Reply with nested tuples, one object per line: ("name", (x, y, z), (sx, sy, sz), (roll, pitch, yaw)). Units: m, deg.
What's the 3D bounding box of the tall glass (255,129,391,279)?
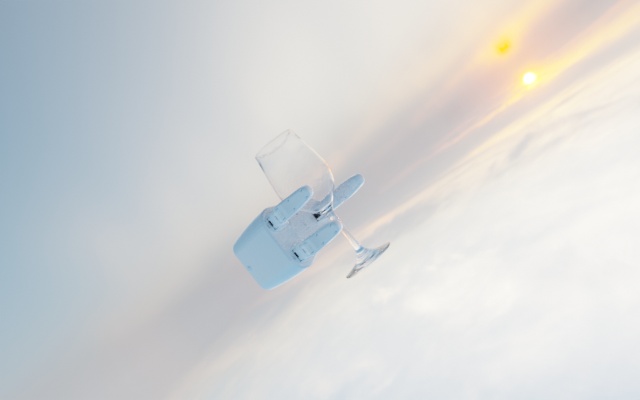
("tall glass", (0.001, 0.002, 0.630), (0.079, 0.201, 0.079), (-39, -2, -1))
